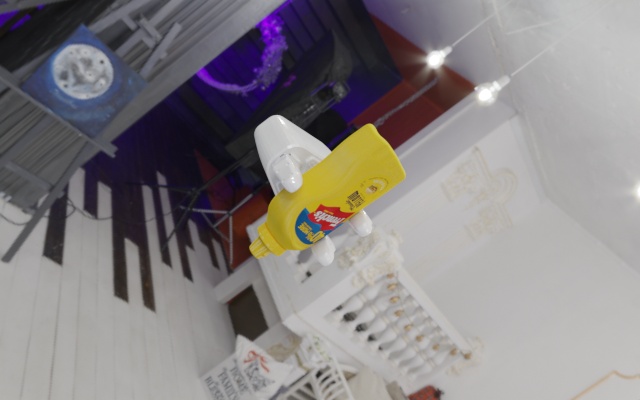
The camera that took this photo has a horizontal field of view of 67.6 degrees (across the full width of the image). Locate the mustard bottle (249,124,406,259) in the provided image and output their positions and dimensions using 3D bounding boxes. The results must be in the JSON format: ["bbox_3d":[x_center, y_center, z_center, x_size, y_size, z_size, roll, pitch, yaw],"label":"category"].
[{"bbox_3d":[0.000,0.002,0.533,0.191,0.058,0.096,-37,-29,5],"label":"mustard bottle"}]
